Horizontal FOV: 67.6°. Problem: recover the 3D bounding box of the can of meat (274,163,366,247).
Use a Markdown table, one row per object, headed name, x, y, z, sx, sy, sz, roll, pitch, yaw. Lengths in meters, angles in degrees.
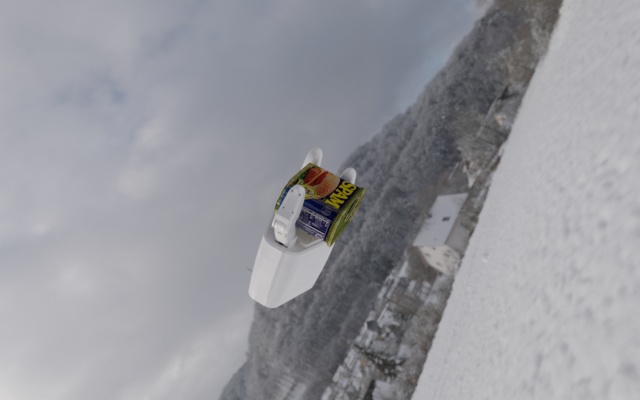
| name | x | y | z | sx | sy | sz | roll | pitch | yaw |
| --- | --- | --- | --- | --- | --- | --- | --- | --- | --- |
| can of meat | 0.000 | 0.002 | 0.620 | 0.084 | 0.057 | 0.102 | 28 | 34 | 11 |
